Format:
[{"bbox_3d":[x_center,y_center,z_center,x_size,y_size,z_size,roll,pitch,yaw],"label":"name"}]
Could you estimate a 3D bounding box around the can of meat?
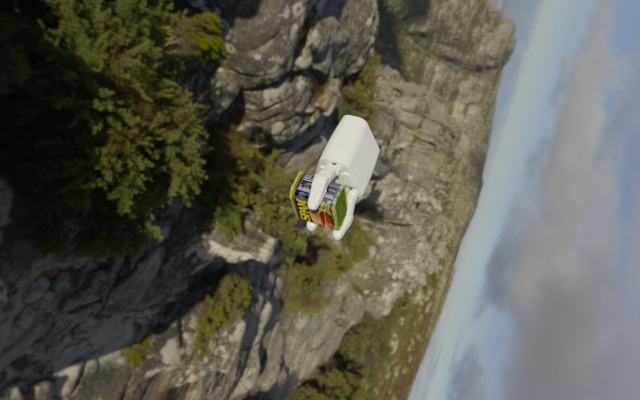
[{"bbox_3d":[0.000,0.003,0.847,0.084,0.057,0.102,17,-29,17],"label":"can of meat"}]
